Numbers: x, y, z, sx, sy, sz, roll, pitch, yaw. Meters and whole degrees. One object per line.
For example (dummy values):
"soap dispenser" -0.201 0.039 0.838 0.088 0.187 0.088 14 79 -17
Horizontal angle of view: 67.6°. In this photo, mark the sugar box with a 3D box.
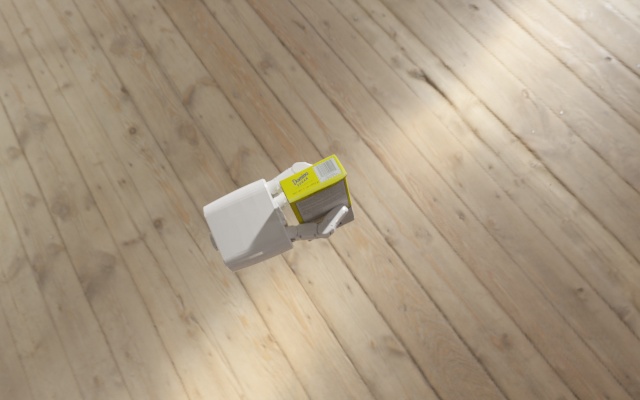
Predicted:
"sugar box" 0.000 0.002 0.755 0.093 0.048 0.176 -25 -22 -4
